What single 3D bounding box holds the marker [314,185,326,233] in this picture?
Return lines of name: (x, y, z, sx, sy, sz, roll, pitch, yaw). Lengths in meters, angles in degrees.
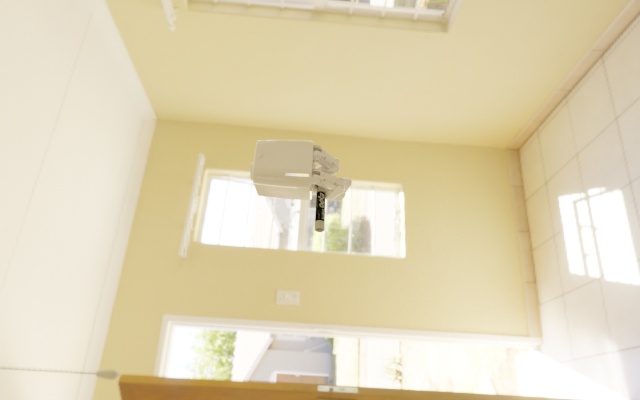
marker: (0.000, 0.003, 0.885, 0.020, 0.121, 0.020, 2, -34, 1)
